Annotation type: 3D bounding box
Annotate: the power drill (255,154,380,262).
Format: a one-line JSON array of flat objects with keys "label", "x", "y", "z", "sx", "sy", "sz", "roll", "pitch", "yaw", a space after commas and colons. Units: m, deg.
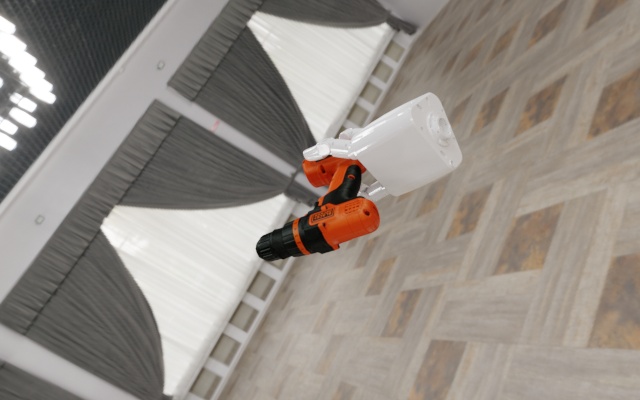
[{"label": "power drill", "x": 0.000, "y": 0.002, "z": 0.696, "sx": 0.184, "sy": 0.057, "sz": 0.187, "roll": -18, "pitch": 36, "yaw": 22}]
